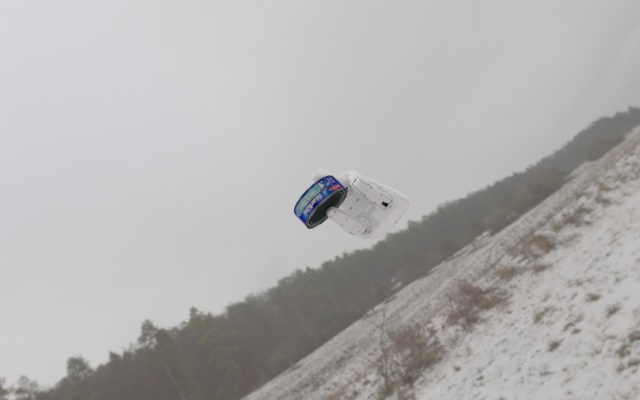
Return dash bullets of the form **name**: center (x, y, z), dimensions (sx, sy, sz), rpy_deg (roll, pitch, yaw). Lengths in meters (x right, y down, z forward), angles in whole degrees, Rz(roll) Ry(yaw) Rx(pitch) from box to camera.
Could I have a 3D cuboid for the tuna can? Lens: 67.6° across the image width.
- **tuna can**: center (0.000, 0.002, 0.732), dimensions (0.033, 0.086, 0.086), rpy_deg (46, 16, 17)
